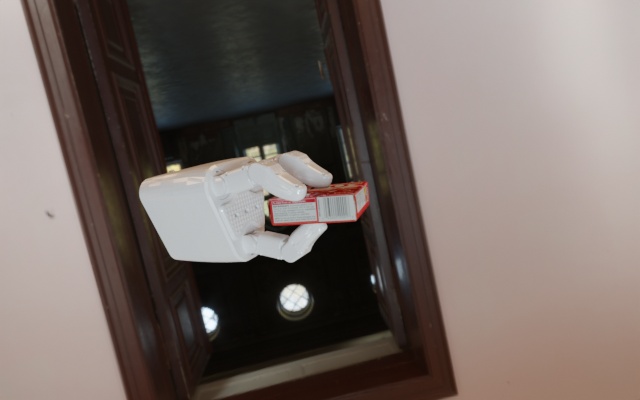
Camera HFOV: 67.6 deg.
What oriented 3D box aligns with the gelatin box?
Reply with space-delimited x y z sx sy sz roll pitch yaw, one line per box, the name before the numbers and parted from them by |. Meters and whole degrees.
gelatin box | 0.000 0.002 0.489 0.089 0.030 0.073 -4 10 16
